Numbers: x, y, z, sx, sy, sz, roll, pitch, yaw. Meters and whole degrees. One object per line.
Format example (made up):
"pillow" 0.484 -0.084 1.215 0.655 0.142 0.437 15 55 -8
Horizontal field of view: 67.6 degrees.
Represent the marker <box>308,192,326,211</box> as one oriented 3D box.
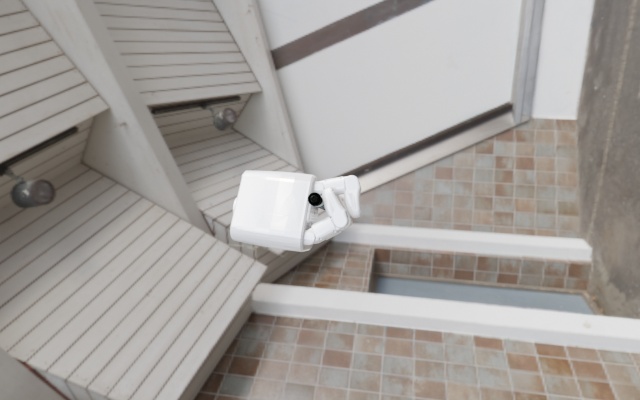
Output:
"marker" 0.000 0.002 0.695 0.020 0.020 0.121 0 -4 9
